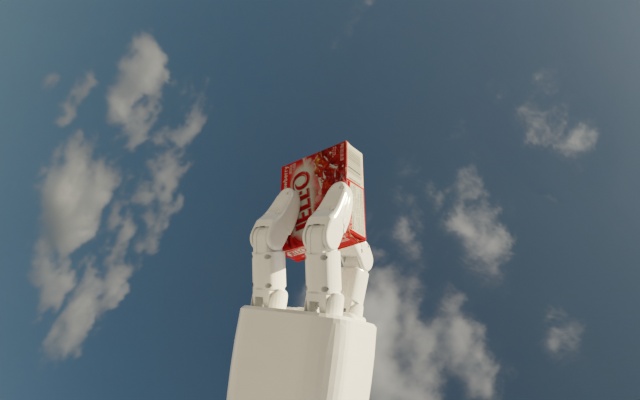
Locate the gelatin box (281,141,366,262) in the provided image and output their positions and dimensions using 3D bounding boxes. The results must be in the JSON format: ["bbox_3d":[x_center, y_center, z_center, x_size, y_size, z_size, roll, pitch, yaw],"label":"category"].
[{"bbox_3d":[0.000,0.001,0.413,0.073,0.089,0.030,-19,-34,32],"label":"gelatin box"}]
